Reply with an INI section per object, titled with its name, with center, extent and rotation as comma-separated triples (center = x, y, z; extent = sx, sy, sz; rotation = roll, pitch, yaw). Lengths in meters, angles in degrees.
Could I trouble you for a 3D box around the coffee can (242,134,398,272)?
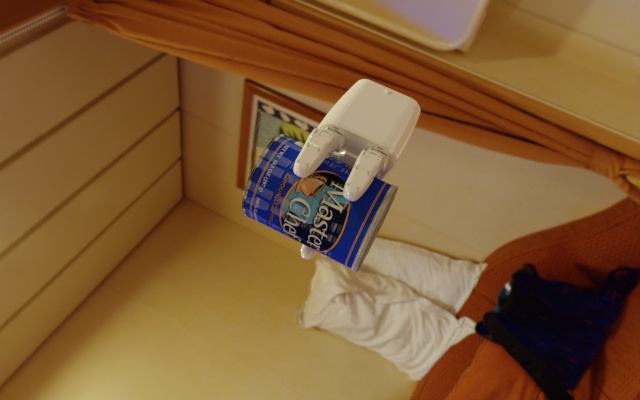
[coffee can]
center = 0.000, 0.002, 0.526
extent = 0.140, 0.103, 0.103
rotation = 26, 4, 9
